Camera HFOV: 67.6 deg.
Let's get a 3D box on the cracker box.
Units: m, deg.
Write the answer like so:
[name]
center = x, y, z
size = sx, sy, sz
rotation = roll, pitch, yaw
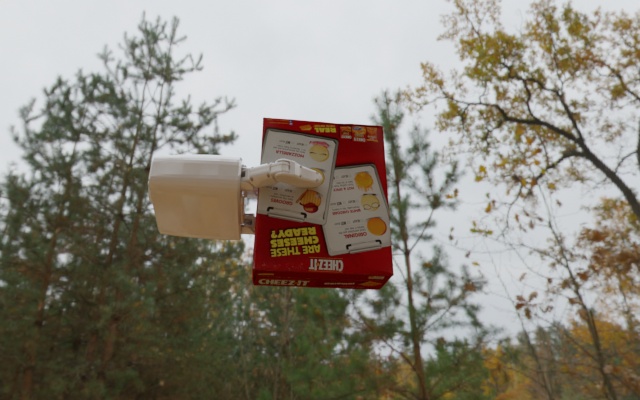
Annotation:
[cracker box]
center = 0.000, 0.002, 0.613
size = 0.164, 0.213, 0.072
rotation = 3, -27, -6
